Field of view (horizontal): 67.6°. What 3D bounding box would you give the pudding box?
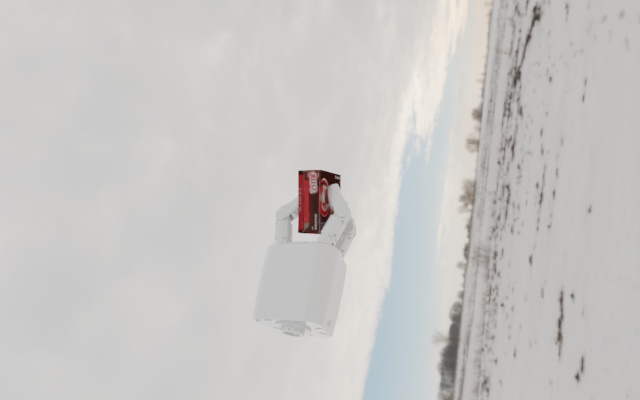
[{"bbox_3d":[0.000,0.002,0.709,0.039,0.090,0.113,1,0,15],"label":"pudding box"}]
